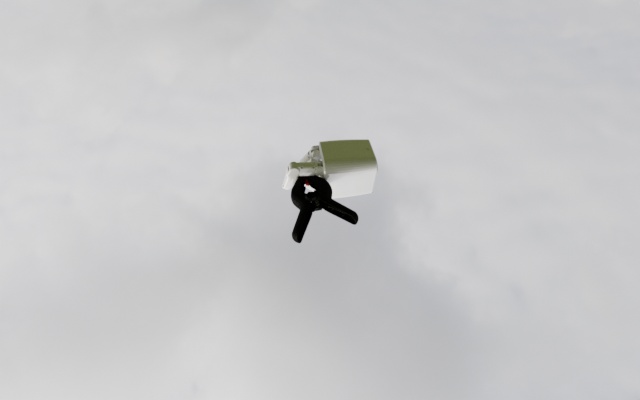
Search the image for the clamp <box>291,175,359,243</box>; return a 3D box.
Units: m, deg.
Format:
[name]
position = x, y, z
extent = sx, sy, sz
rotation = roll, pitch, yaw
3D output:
[clamp]
position = 0.000, 0.003, 0.883
extent = 0.120, 0.039, 0.171
rotation = -8, 45, -3
